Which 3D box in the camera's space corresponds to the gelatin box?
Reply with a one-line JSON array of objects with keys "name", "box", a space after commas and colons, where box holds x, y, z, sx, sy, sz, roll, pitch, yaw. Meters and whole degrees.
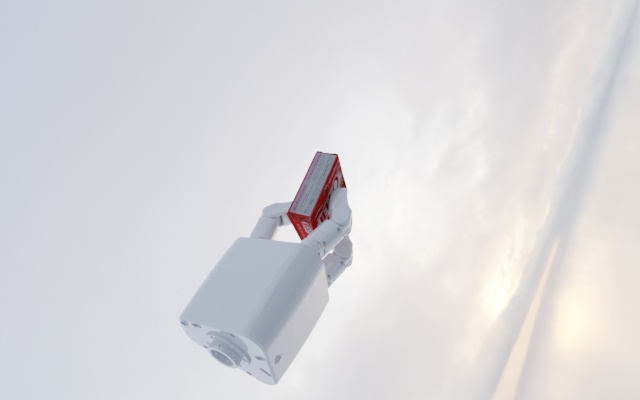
[{"name": "gelatin box", "box": [0.000, 0.001, 0.536, 0.030, 0.089, 0.073, 12, -29, 21]}]
